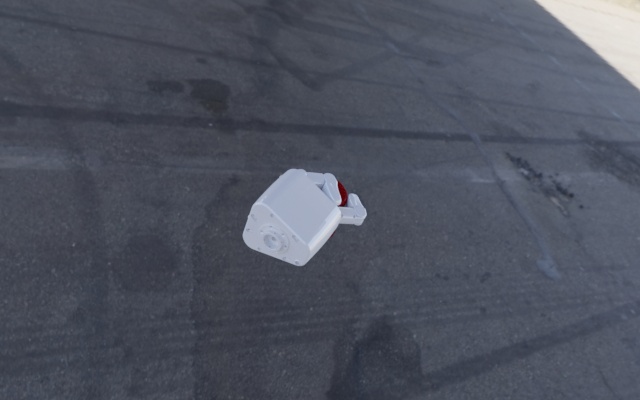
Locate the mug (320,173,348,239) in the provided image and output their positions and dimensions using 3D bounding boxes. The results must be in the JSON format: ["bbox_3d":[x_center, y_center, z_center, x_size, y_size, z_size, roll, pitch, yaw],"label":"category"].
[{"bbox_3d":[0.001,0.002,0.816,0.093,0.081,0.117,31,39,7],"label":"mug"}]
